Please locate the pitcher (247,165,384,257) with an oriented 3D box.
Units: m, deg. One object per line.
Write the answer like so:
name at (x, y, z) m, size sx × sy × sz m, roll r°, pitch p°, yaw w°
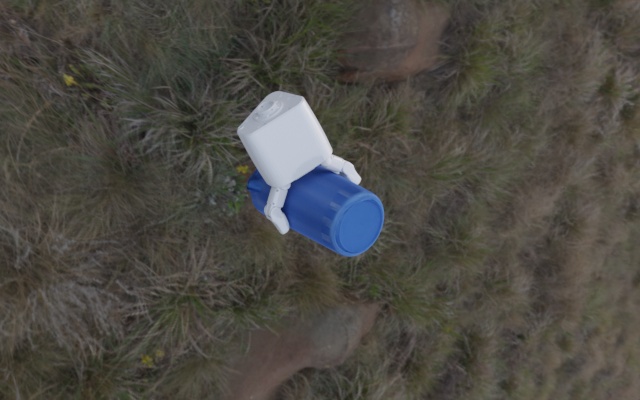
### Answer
pitcher at (0.000, 0.003, 0.827) m, size 0.149 × 0.145 × 0.242 m, roll -41°, pitch 38°, yaw -18°
